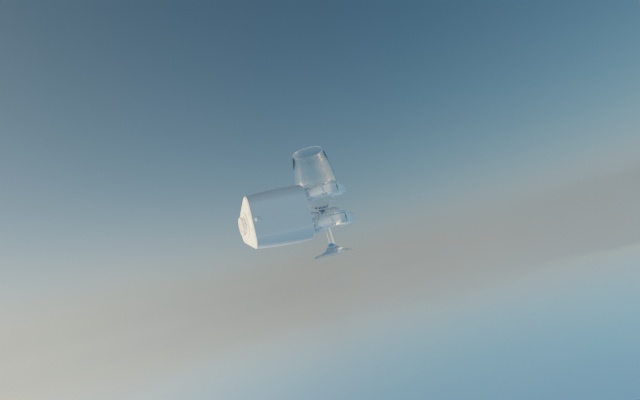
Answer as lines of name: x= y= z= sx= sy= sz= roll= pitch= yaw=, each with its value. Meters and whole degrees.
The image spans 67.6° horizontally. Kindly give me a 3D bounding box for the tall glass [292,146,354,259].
tall glass: x=0.000 y=0.004 z=0.888 sx=0.079 sy=0.201 sz=0.079 roll=-14 pitch=-10 yaw=-2
